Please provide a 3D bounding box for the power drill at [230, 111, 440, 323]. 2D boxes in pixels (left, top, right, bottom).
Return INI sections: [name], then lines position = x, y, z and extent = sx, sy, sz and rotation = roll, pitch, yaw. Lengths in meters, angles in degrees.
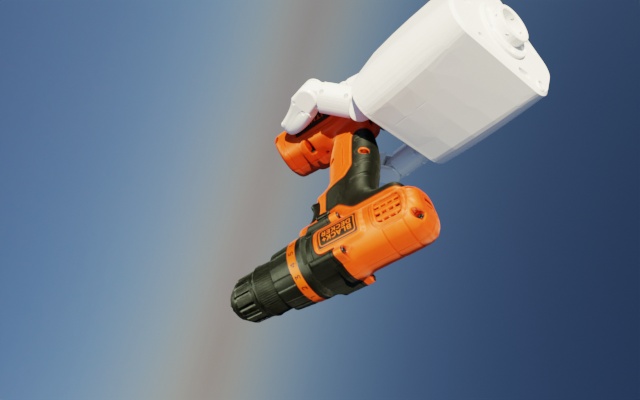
[power drill]
position = 0.000, 0.001, 0.417
extent = 0.184, 0.187, 0.057
rotation = -28, -48, 21
